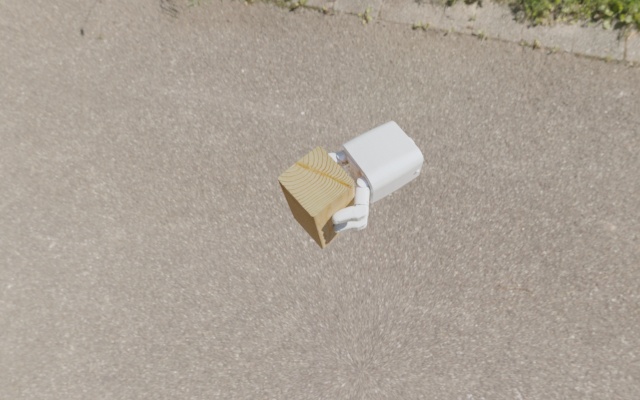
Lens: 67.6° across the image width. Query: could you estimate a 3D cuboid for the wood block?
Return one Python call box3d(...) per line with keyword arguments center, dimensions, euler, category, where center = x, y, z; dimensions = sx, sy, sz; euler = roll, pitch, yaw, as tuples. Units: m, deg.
box3d(center=(0.000, 0.002, 0.841), dimensions=(0.090, 0.090, 0.206), euler=(-39, -18, -9), category="wood block")
